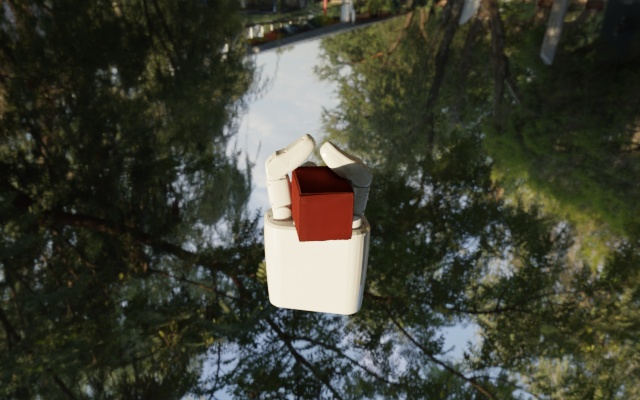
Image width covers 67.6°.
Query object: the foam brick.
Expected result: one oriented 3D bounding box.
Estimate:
[{"bbox_3d":[0.000,0.002,0.477,0.053,0.051,0.078,-1,23,-9],"label":"foam brick"}]
